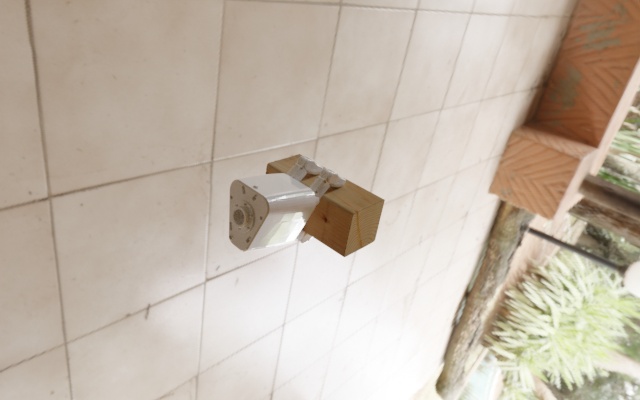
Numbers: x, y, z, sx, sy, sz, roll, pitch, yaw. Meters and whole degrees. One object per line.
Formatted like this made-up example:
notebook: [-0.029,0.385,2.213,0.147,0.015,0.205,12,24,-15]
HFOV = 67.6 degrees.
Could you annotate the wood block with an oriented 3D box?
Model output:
wood block: [0.000,0.003,0.858,0.206,0.091,0.090,31,36,33]
